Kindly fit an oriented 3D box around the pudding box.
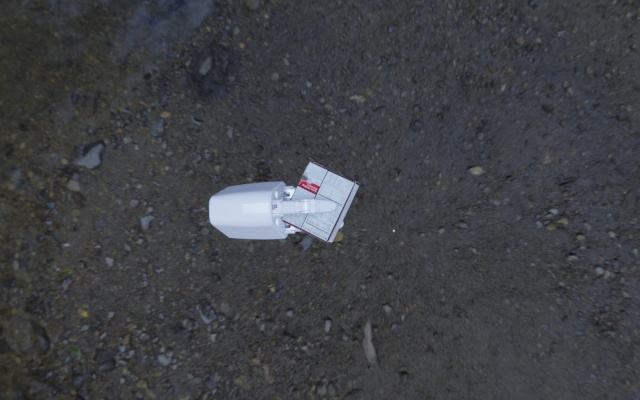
[{"bbox_3d":[0.000,0.003,0.788,0.090,0.113,0.039,26,3,13],"label":"pudding box"}]
